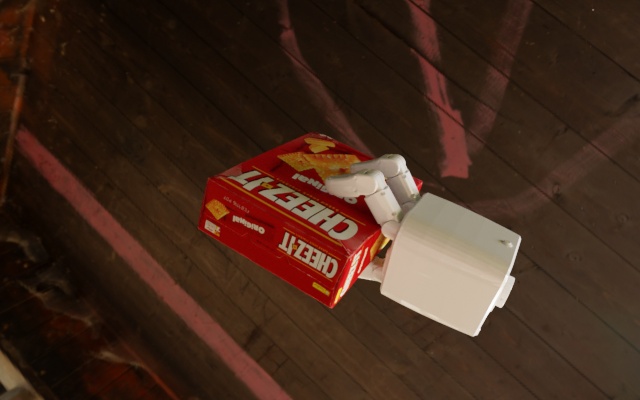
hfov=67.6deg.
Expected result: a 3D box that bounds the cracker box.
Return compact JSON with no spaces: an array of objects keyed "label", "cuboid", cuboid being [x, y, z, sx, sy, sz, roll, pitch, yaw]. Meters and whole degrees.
[{"label":"cracker box","cuboid":[0.000,0.002,0.532,0.164,0.072,0.213,27,30,18]}]
